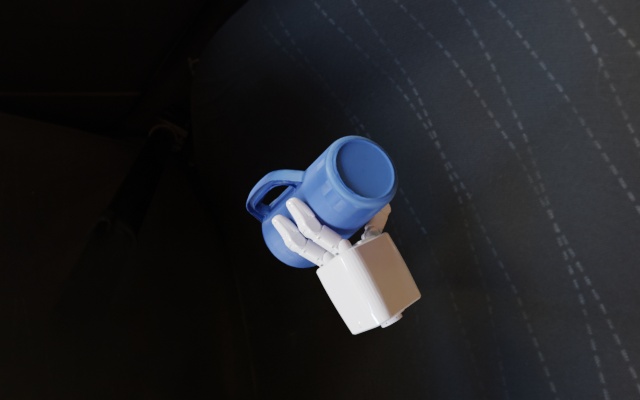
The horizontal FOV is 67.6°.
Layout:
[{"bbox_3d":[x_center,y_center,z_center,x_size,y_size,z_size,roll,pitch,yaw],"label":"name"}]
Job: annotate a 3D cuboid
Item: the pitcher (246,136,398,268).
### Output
[{"bbox_3d":[0.000,0.002,0.715,0.149,0.145,0.243,-21,-13,-32],"label":"pitcher"}]
